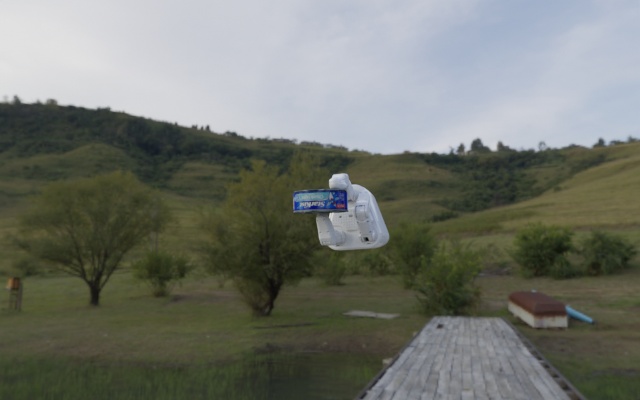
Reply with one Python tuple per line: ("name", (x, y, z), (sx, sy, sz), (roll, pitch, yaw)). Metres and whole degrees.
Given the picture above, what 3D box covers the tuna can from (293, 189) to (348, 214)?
("tuna can", (0.000, 0.002, 0.744), (0.086, 0.034, 0.086), (-1, -4, 0))
